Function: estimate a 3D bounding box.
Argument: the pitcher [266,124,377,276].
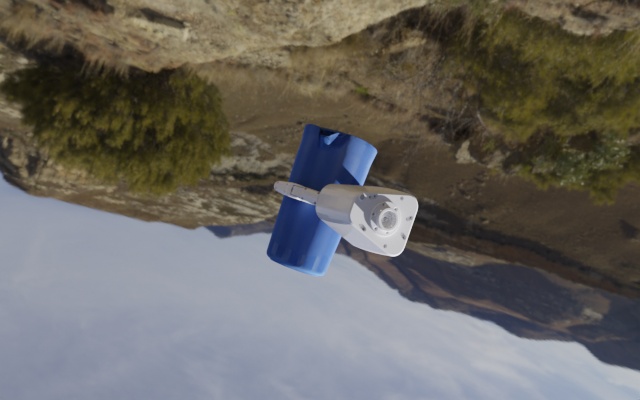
[{"bbox_3d":[0.000,0.003,0.832,0.149,0.243,0.145,22,-4,-27],"label":"pitcher"}]
